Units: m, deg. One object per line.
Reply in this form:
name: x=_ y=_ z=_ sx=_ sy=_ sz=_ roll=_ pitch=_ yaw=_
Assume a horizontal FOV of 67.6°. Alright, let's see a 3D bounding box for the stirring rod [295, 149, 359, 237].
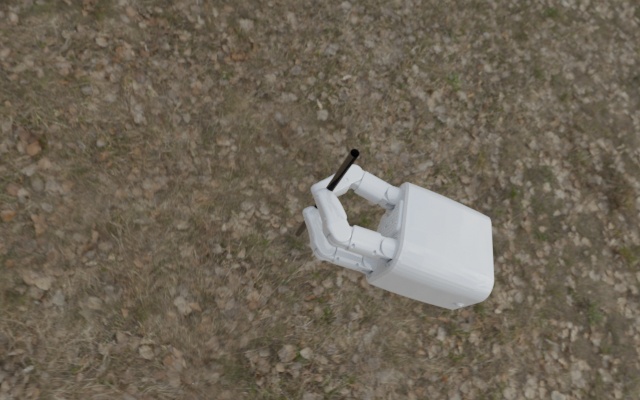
stirring rod: x=0.000 y=0.002 z=0.513 sx=0.011 sy=0.011 sz=0.240 roll=0 pitch=-20 yaw=-15
